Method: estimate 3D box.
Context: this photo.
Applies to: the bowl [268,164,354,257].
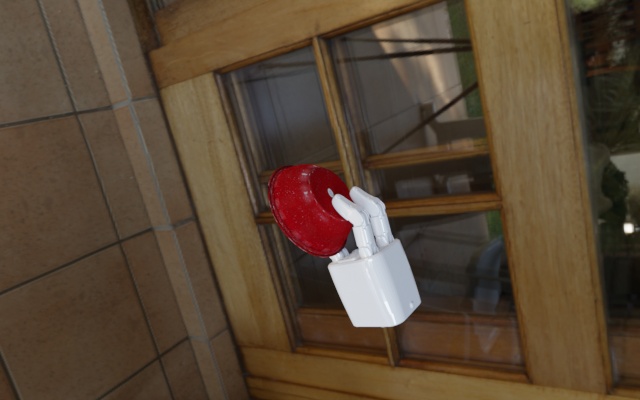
[{"bbox_3d":[0.000,0.001,0.726,0.162,0.162,0.055,0,-29,-48],"label":"bowl"}]
